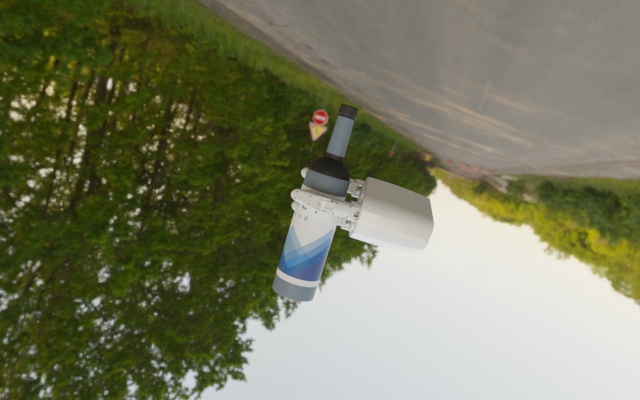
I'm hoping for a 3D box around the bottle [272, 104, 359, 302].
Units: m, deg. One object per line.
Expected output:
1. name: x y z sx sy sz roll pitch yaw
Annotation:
1. bottle: 0.000 0.003 0.715 0.069 0.296 0.069 17 8 -2
